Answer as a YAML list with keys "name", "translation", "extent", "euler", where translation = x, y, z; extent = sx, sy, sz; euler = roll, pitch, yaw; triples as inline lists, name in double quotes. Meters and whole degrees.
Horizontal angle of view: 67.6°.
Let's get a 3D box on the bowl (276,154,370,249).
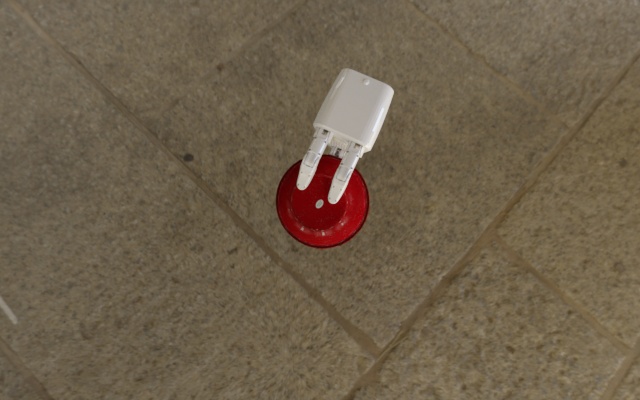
- name: "bowl"
  translation: [0.000, 0.004, 0.789]
  extent: [0.162, 0.162, 0.055]
  euler: [0, 2, 6]
